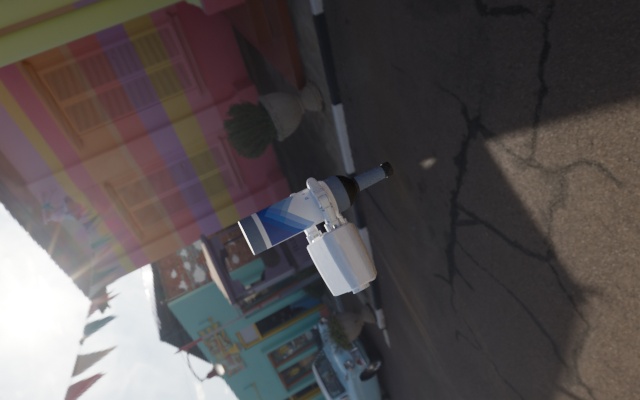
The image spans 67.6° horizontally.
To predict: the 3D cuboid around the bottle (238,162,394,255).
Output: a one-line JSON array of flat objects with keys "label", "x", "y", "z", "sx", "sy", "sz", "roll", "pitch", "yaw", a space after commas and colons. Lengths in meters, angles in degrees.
[{"label": "bottle", "x": 0.000, "y": 0.003, "z": 0.862, "sx": 0.295, "sy": 0.069, "sz": 0.069, "roll": -26, "pitch": 5, "yaw": -11}]
